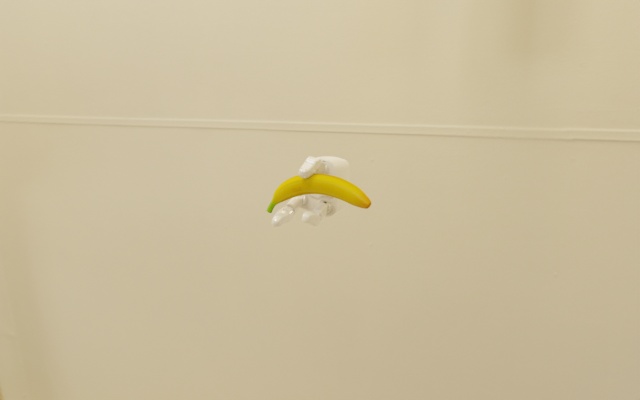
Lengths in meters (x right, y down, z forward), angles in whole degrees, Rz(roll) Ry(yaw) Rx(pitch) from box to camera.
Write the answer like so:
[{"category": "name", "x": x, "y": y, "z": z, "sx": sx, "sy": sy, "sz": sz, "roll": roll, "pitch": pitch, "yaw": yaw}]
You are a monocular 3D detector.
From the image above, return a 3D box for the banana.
[{"category": "banana", "x": -0.004, "y": -0.016, "z": 0.868, "sx": 0.198, "sy": 0.069, "sz": 0.037, "roll": -3, "pitch": 0, "yaw": 20}]
